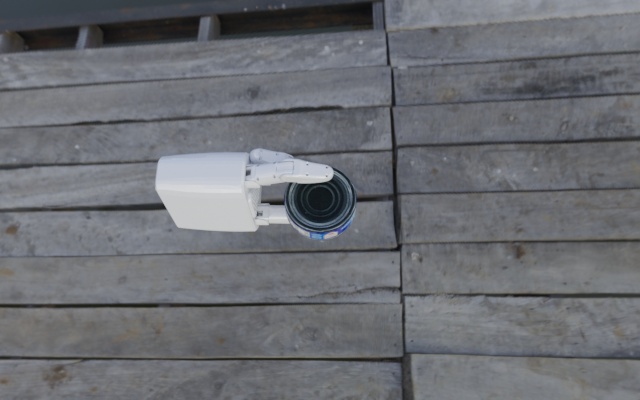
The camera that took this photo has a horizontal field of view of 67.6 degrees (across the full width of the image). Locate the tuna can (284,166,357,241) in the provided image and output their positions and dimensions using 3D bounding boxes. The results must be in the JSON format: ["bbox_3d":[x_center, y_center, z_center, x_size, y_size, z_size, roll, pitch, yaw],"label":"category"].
[{"bbox_3d":[0.000,0.002,0.562,0.086,0.086,0.034,0,-20,1],"label":"tuna can"}]
